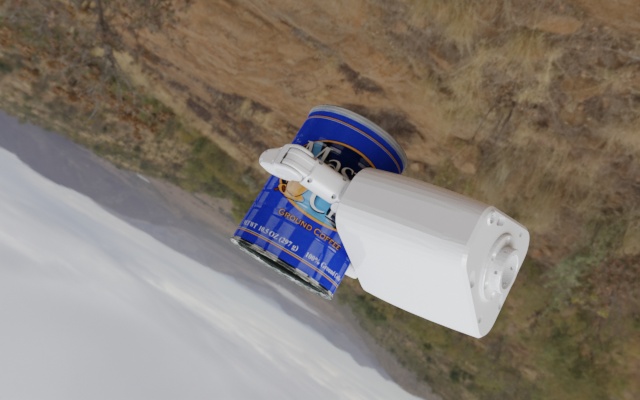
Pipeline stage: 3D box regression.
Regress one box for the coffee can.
[{"bbox_3d":[0.000,0.001,0.427,0.103,0.140,0.103,29,-13,8],"label":"coffee can"}]
